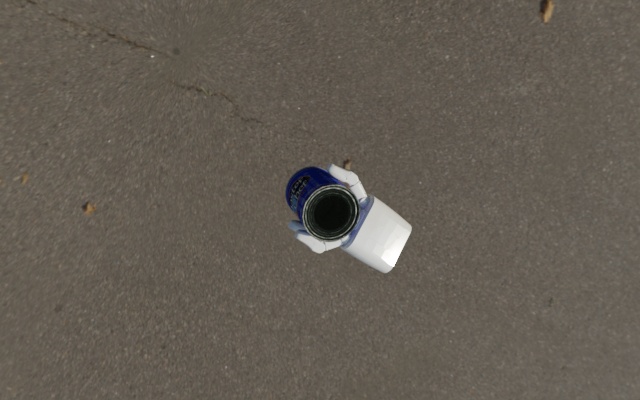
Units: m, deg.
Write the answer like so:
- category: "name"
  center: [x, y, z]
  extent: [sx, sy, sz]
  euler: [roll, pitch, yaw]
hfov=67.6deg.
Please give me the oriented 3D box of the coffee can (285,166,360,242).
- category: "coffee can"
  center: [0.000, 0.003, 0.863]
  extent: [0.103, 0.103, 0.140]
  euler: [0, 16, -16]
